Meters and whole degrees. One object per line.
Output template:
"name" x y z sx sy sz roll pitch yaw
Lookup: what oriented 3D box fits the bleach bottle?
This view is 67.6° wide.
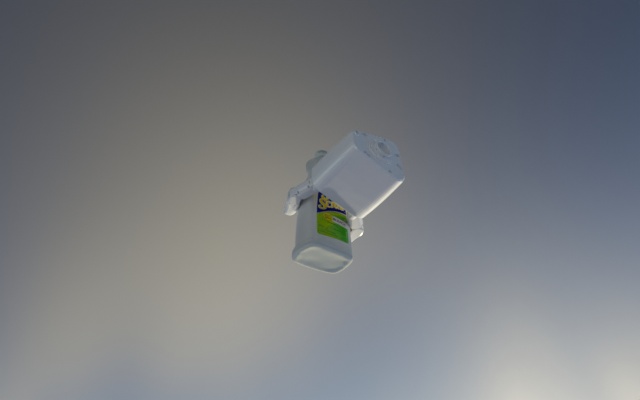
"bleach bottle" 0.000 0.003 0.857 0.102 0.250 0.068 23 -46 -27
